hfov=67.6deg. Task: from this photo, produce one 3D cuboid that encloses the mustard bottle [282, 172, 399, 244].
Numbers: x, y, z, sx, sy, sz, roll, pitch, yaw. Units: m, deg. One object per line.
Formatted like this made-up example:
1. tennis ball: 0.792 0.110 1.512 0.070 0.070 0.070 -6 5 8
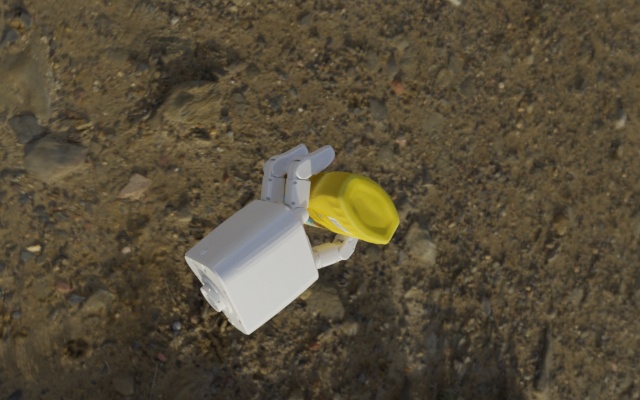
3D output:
1. mustard bottle: 0.000 0.002 0.581 0.096 0.058 0.191 40 -17 -31
